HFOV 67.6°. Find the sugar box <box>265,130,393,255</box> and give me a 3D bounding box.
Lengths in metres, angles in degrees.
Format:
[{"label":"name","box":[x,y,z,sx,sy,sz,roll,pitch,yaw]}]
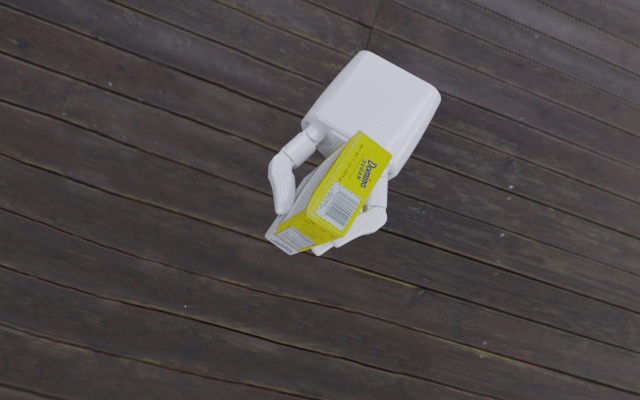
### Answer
[{"label":"sugar box","box":[0.001,0.002,0.486,0.048,0.093,0.176,36,-19,-6]}]
